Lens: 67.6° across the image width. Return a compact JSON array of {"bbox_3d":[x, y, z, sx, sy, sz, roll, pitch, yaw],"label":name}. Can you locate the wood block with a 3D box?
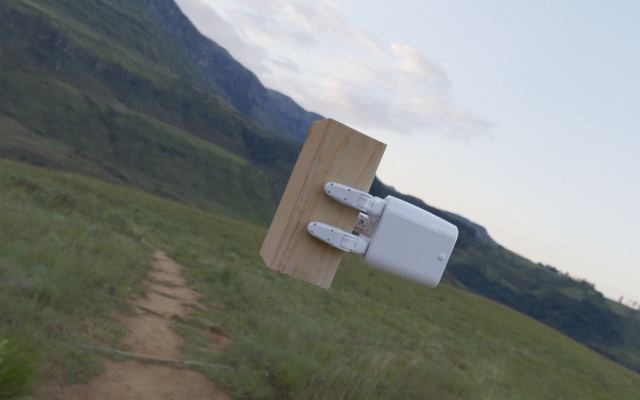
[{"bbox_3d":[0.000,0.002,0.655,0.090,0.206,0.091,22,0,-16],"label":"wood block"}]
